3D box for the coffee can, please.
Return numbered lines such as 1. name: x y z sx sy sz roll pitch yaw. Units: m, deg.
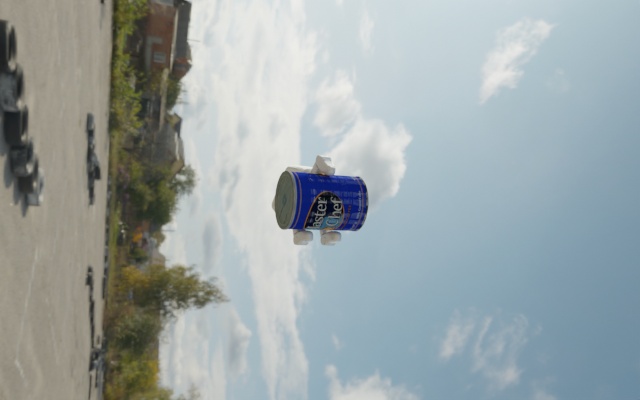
1. coffee can: 0.000 0.003 0.851 0.140 0.103 0.103 3 -1 -23
